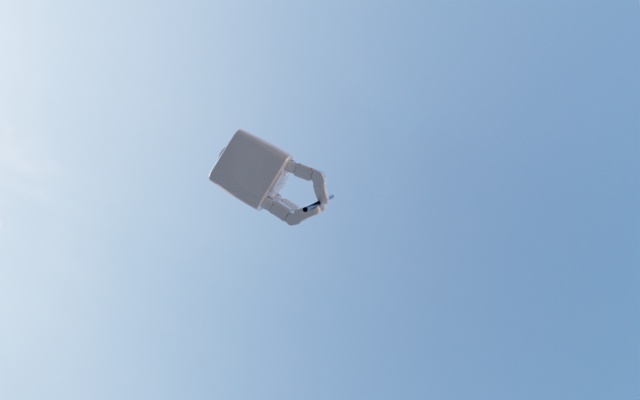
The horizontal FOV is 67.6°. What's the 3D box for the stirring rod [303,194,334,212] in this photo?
[{"bbox_3d":[0.000,0.003,0.830,0.011,0.011,0.239,0,5,11],"label":"stirring rod"}]
